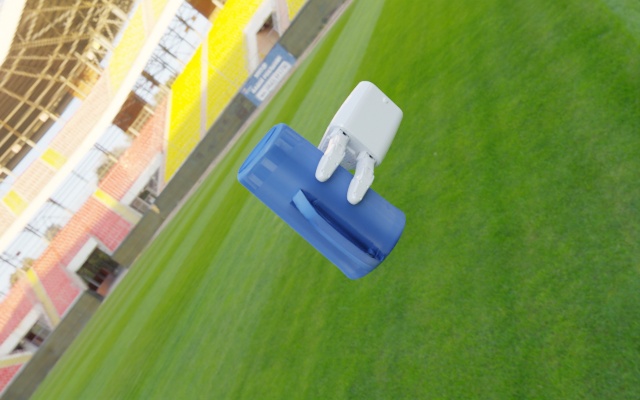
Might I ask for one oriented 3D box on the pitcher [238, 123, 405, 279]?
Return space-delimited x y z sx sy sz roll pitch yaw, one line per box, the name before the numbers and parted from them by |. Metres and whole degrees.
pitcher | 0.000 0.002 0.710 0.243 0.145 0.149 39 -28 -14
